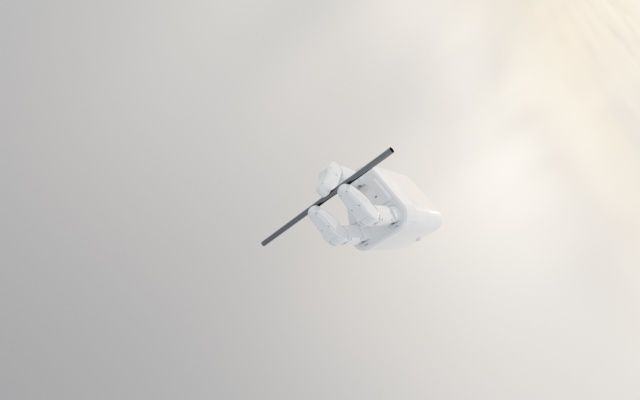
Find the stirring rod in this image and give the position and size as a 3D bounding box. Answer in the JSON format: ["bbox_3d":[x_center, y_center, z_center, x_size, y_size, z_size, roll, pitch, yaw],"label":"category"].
[{"bbox_3d":[0.000,0.002,0.605,0.239,0.011,0.011,-36,-22,34],"label":"stirring rod"}]
